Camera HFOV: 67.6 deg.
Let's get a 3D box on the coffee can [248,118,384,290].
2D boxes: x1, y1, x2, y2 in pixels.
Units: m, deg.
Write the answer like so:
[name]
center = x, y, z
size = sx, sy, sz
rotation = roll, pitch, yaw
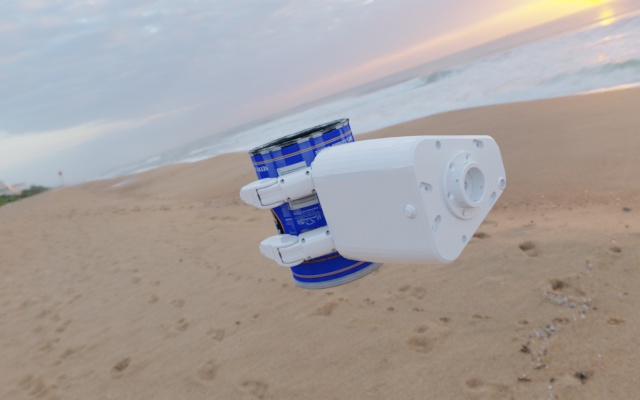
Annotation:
[coffee can]
center = 0.000, 0.002, 0.473
size = 0.103, 0.140, 0.102
rotation = -18, 12, 4
